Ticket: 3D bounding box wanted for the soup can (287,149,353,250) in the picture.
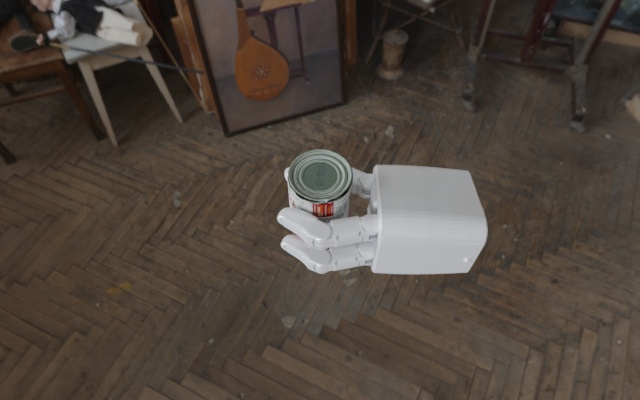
[{"bbox_3d":[0.000,0.001,0.517,0.068,0.068,0.102,0,-33,0],"label":"soup can"}]
